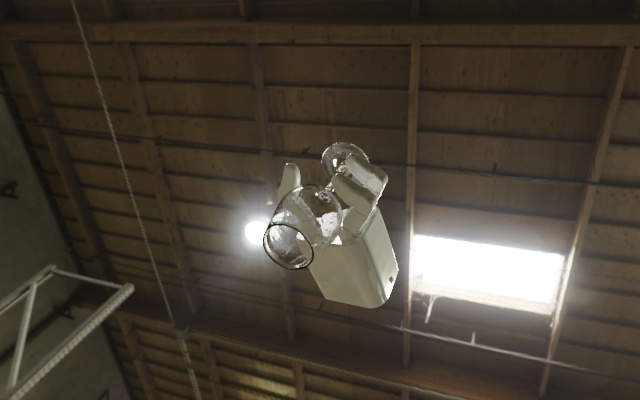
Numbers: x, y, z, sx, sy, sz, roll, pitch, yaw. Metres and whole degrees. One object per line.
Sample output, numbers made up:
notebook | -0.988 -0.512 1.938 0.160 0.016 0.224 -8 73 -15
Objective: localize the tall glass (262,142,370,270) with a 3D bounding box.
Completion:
tall glass | 0.000 0.001 0.597 0.079 0.079 0.201 0 30 25
